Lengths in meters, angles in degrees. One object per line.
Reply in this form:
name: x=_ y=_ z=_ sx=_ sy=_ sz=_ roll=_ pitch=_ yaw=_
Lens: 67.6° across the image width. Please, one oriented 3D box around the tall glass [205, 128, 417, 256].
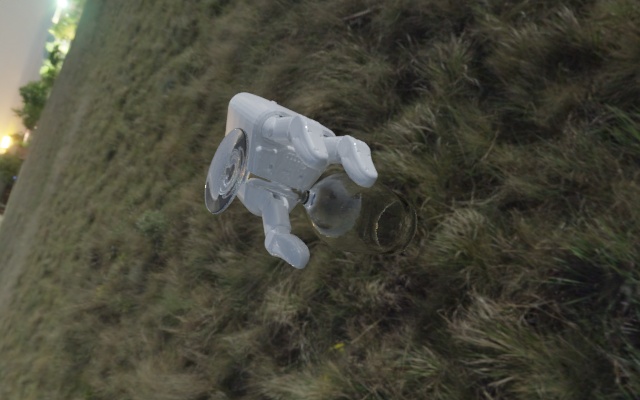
tall glass: x=0.000 y=0.001 z=0.448 sx=0.201 sy=0.079 sz=0.079 roll=19 pitch=-10 yaw=-33
